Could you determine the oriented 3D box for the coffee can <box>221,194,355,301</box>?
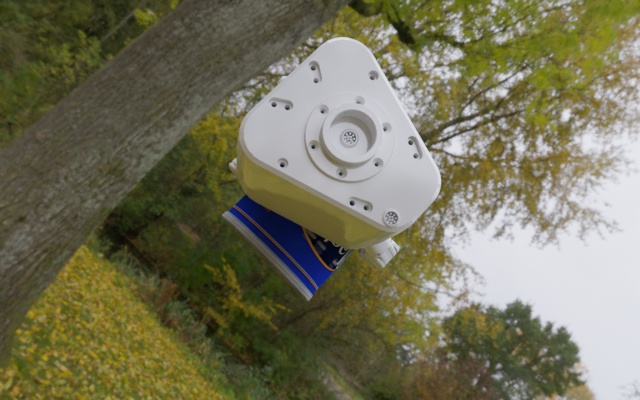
[{"bbox_3d":[0.000,0.002,0.418,0.140,0.103,0.103,-45,11,-11],"label":"coffee can"}]
